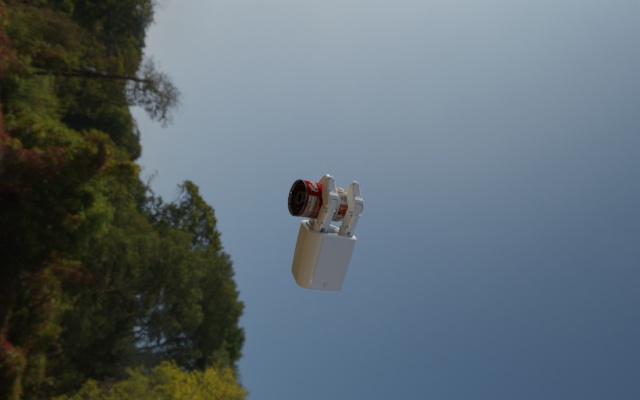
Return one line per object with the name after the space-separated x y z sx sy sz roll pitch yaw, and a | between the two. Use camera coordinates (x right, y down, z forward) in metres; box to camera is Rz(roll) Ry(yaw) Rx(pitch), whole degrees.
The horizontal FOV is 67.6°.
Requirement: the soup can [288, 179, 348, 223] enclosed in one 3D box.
0.000 0.002 0.882 0.102 0.068 0.068 11 -5 -30 | soup can
